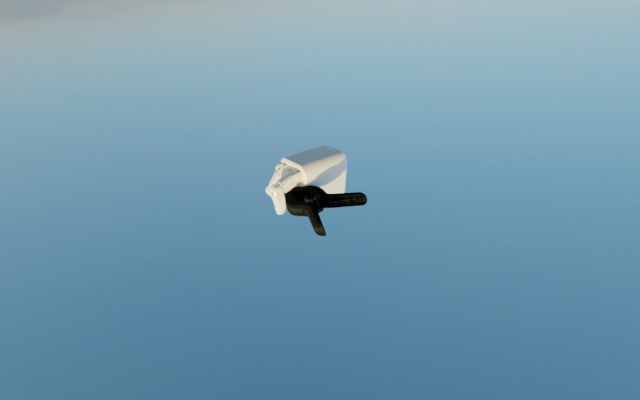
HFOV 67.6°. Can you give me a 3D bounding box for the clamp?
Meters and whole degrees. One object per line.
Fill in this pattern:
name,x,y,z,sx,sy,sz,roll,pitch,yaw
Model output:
clamp,0.000,0.003,0.881,0.120,0.039,0.171,-26,34,-26
